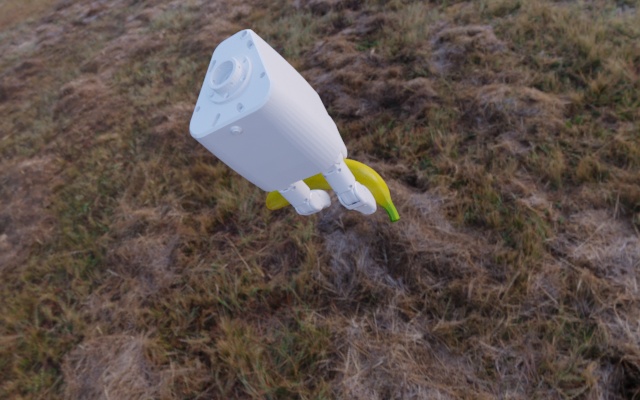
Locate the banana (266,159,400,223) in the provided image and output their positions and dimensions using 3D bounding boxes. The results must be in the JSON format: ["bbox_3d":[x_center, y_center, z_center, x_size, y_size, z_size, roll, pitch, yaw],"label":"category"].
[{"bbox_3d":[0.005,-0.016,0.576,0.198,0.069,0.037,5,0,39],"label":"banana"}]
